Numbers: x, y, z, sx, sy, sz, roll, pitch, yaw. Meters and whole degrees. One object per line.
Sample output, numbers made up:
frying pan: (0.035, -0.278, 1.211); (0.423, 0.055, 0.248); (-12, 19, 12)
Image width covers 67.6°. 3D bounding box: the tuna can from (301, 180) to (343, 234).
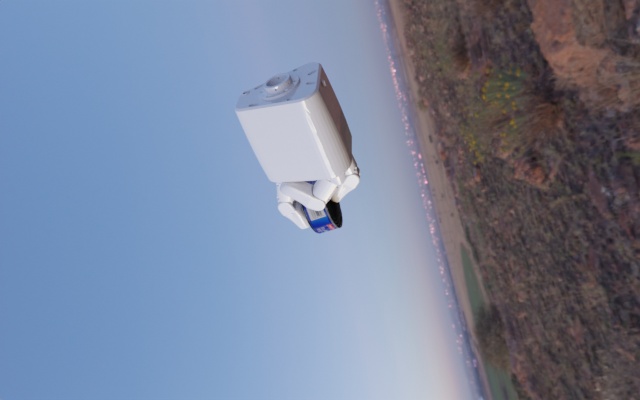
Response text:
tuna can: (0.000, 0.002, 0.668); (0.034, 0.086, 0.086); (-18, -5, 14)
